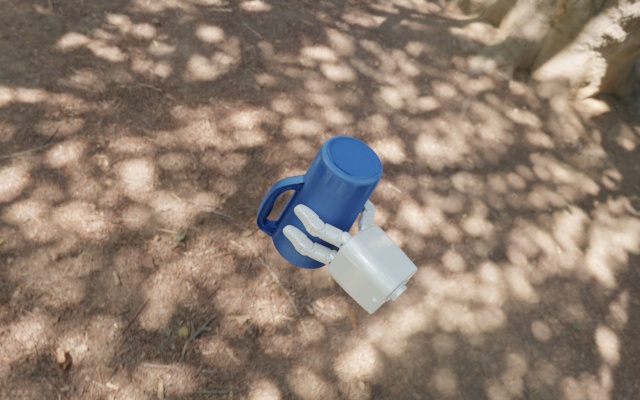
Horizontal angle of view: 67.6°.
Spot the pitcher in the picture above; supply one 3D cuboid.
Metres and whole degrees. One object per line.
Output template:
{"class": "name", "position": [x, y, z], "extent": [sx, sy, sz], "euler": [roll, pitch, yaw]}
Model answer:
{"class": "pitcher", "position": [0.000, 0.003, 0.838], "extent": [0.149, 0.145, 0.243], "euler": [-27, -23, -41]}
